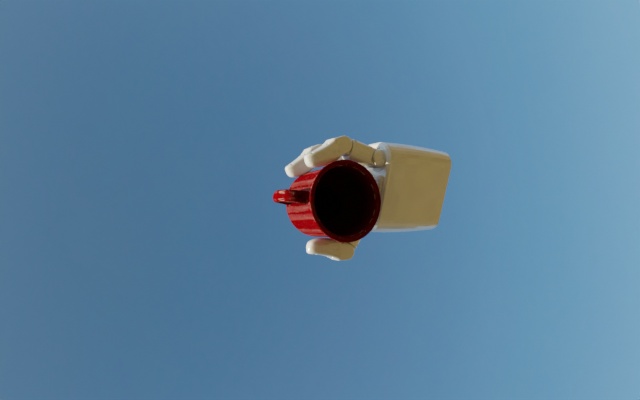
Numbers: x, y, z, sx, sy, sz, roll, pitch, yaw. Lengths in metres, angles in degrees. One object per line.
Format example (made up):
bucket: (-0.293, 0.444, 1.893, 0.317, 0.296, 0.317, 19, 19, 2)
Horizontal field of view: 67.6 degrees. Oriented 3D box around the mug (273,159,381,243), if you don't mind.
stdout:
mug: (-0.001, 0.002, 0.561, 0.117, 0.093, 0.081, 4, -5, -28)
